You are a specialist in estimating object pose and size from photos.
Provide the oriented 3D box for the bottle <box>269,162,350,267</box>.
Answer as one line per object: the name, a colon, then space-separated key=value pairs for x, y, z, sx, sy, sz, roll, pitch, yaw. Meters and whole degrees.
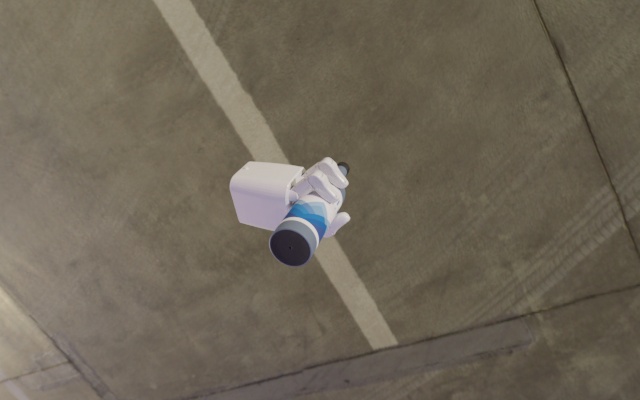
bottle: x=0.000 y=0.003 z=0.813 sx=0.069 sy=0.069 sz=0.295 roll=0 pitch=27 yaw=20
